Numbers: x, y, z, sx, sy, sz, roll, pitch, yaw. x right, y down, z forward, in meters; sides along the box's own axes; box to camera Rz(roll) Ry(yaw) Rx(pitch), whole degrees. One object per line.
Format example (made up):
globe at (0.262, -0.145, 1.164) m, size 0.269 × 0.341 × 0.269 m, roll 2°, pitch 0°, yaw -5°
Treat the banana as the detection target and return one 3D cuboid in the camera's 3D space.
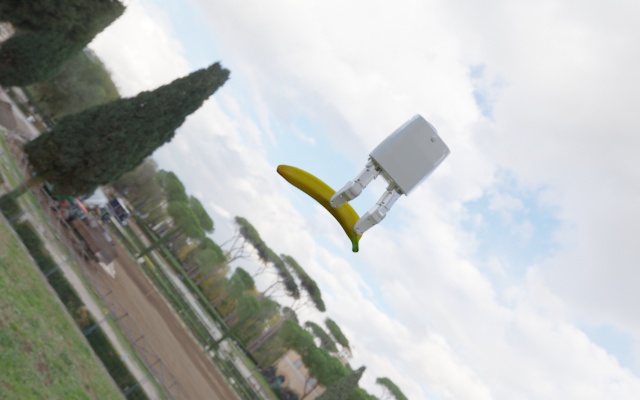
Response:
banana at (0.010, 0.001, 0.815) m, size 0.198 × 0.037 × 0.069 m, roll 44°, pitch 24°, yaw 8°
